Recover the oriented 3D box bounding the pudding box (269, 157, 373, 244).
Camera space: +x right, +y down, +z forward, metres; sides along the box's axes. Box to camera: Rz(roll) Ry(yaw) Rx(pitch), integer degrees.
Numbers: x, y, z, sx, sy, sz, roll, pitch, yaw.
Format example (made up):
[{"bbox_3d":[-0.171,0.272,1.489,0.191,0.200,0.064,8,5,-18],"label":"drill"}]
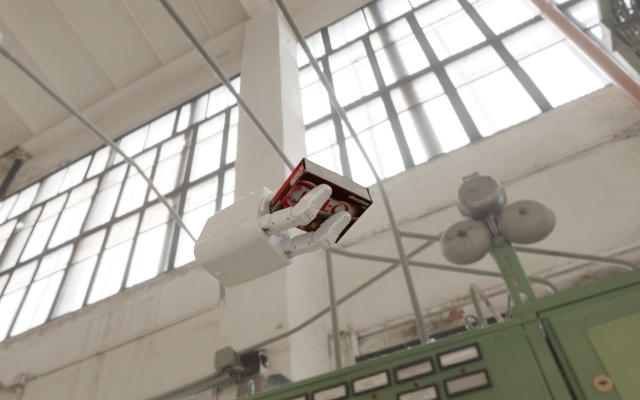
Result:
[{"bbox_3d":[0.000,0.002,0.653,0.113,0.039,0.090,22,-55,-27],"label":"pudding box"}]
